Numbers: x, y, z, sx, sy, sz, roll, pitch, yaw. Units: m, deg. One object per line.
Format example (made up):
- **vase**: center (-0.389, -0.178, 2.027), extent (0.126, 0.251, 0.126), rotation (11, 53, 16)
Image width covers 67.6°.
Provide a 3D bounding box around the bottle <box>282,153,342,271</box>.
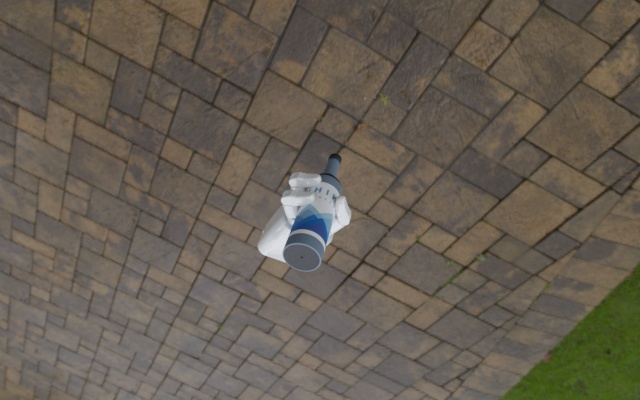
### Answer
- **bottle**: center (0.000, 0.003, 0.897), extent (0.069, 0.069, 0.295), rotation (0, 39, 16)
